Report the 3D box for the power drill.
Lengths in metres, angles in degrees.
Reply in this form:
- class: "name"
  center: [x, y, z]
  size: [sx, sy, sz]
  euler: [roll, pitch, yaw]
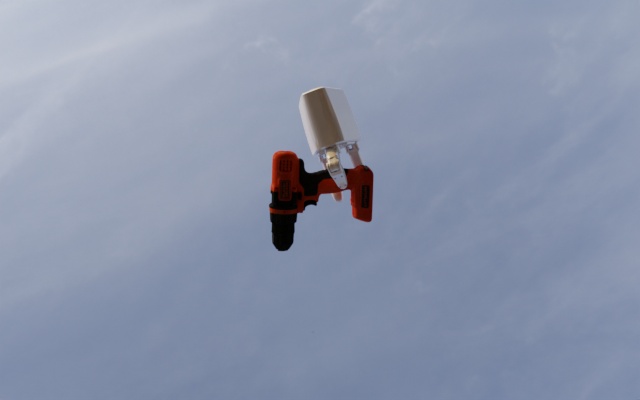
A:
- class: "power drill"
  center: [0.001, 0.003, 0.874]
  size: [0.187, 0.184, 0.057]
  euler: [0, 12, -10]
